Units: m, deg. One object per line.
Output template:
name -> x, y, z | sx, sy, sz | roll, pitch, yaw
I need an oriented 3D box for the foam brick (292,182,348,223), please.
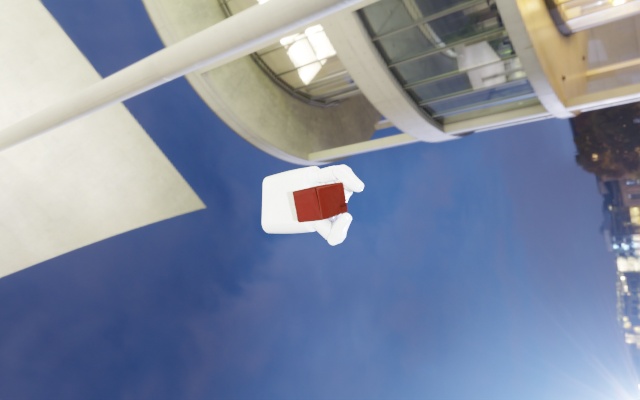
foam brick -> 0.000, 0.002, 0.777 | 0.051, 0.053, 0.078 | -7, 4, 36
